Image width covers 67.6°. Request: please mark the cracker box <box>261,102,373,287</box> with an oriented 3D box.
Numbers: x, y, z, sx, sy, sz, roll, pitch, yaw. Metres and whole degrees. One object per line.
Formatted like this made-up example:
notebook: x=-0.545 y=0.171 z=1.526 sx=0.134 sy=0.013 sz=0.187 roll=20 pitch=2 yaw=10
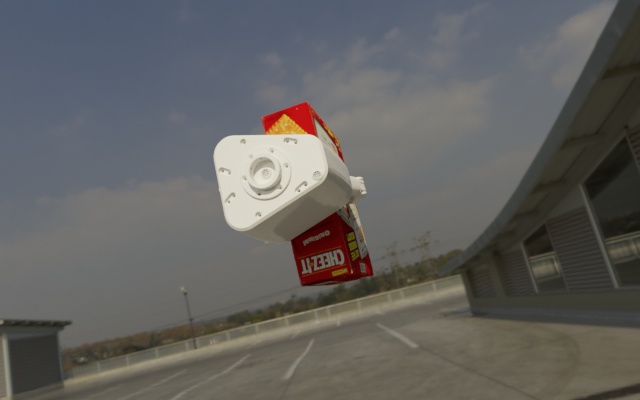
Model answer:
cracker box: x=0.000 y=0.002 z=0.629 sx=0.072 sy=0.213 sz=0.164 roll=-16 pitch=-13 yaw=12
